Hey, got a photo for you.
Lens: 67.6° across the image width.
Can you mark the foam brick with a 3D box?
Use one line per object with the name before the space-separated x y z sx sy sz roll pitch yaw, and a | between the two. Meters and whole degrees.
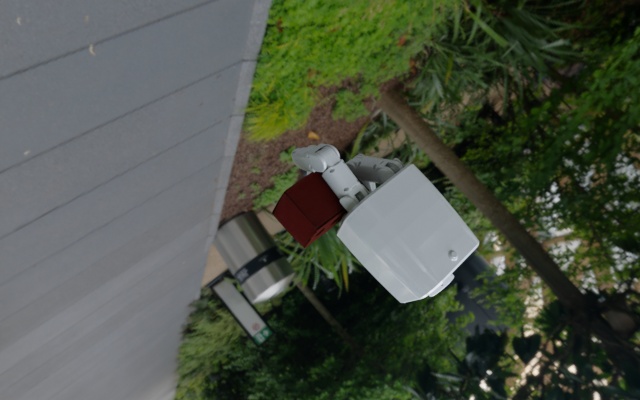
foam brick | 0.000 0.002 0.488 0.078 0.051 0.053 -36 -9 -29
